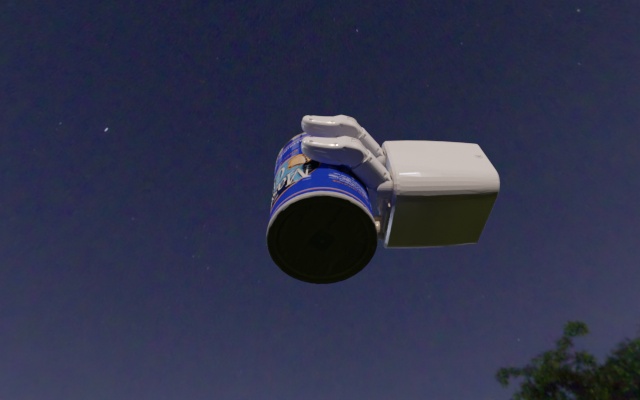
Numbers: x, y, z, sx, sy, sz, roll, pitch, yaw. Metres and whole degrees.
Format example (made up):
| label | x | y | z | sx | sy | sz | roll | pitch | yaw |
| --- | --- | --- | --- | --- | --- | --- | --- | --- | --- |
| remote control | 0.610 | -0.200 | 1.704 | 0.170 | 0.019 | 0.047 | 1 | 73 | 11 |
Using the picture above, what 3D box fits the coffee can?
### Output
| label | x | y | z | sx | sy | sz | roll | pitch | yaw |
| --- | --- | --- | --- | --- | --- | --- | --- | --- | --- |
| coffee can | 0.000 | 0.002 | 0.495 | 0.103 | 0.103 | 0.140 | 0 | 32 | -2 |
